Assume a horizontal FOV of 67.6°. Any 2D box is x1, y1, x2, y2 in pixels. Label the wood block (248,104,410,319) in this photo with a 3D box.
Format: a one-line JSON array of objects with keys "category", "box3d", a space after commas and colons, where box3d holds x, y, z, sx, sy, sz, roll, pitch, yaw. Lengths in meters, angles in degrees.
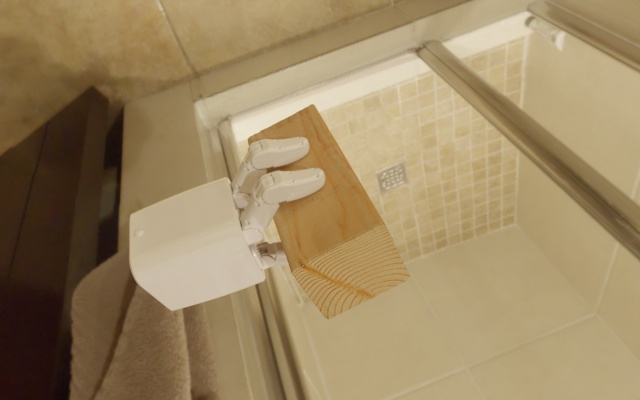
[{"category": "wood block", "box3d": [0.000, 0.002, 0.492, 0.090, 0.091, 0.206, -27, 43, 2]}]
